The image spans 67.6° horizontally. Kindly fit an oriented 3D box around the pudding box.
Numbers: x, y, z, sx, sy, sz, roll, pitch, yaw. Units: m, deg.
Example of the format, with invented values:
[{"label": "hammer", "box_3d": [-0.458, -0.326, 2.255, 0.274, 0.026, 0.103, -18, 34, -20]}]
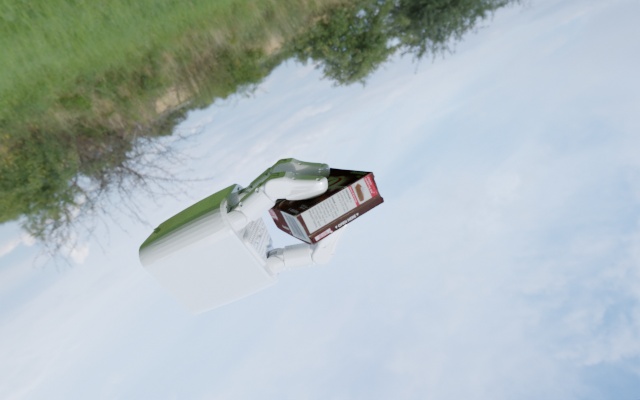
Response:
[{"label": "pudding box", "box_3d": [0.000, 0.002, 0.502, 0.090, 0.039, 0.113, -31, 18, -16]}]
